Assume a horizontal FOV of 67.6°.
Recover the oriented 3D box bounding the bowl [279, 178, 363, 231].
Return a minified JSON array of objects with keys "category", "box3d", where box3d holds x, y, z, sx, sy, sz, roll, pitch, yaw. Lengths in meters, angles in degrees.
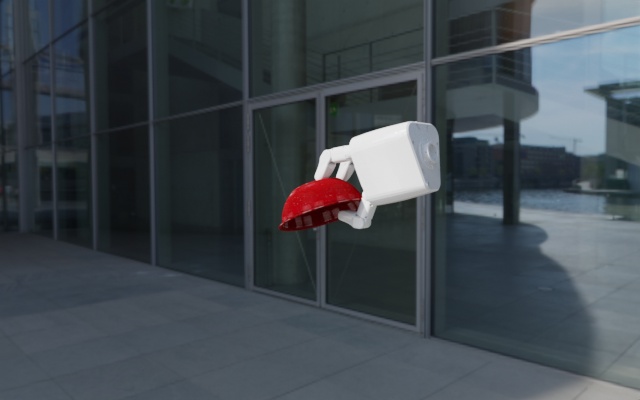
[{"category":"bowl","box3d":[-0.001,0.003,0.820,0.162,0.055,0.162,-16,-13,-4]}]
